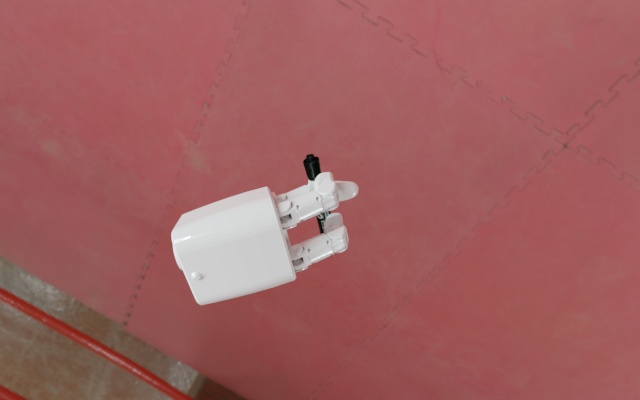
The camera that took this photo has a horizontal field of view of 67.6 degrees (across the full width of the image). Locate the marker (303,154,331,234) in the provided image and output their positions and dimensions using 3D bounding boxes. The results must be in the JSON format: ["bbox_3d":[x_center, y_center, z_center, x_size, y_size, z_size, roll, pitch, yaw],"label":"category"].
[{"bbox_3d":[0.000,0.002,0.558,0.020,0.121,0.020,-10,28,6],"label":"marker"}]
